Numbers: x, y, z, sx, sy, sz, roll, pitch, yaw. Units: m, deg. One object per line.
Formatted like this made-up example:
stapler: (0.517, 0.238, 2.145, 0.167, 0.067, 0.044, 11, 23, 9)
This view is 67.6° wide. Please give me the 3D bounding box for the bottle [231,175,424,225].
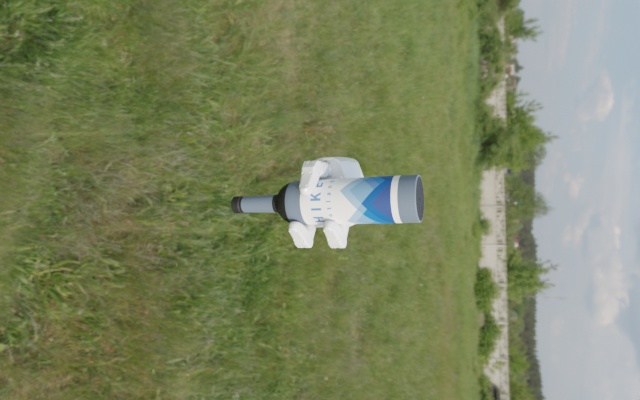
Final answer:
bottle: (0.000, 0.002, 0.710, 0.296, 0.069, 0.069, -2, -1, 22)
